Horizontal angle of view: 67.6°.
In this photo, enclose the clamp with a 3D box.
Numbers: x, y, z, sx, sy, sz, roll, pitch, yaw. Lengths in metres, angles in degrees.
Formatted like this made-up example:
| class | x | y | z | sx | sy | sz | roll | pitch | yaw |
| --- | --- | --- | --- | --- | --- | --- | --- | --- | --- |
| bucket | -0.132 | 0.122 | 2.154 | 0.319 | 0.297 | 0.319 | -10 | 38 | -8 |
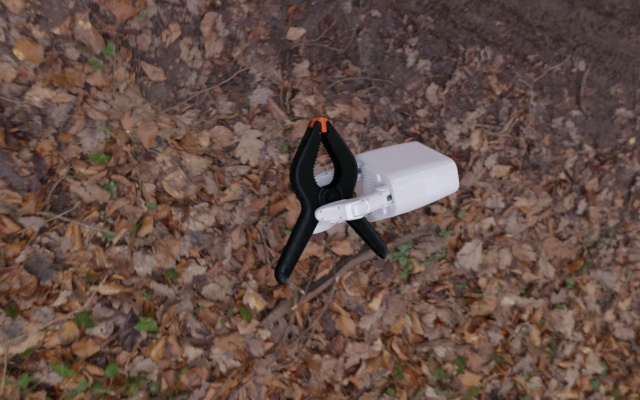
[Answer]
| class | x | y | z | sx | sy | sz | roll | pitch | yaw |
| --- | --- | --- | --- | --- | --- | --- | --- | --- | --- |
| clamp | 0.001 | 0.002 | 0.614 | 0.164 | 0.210 | 0.036 | -18 | 14 | -23 |
